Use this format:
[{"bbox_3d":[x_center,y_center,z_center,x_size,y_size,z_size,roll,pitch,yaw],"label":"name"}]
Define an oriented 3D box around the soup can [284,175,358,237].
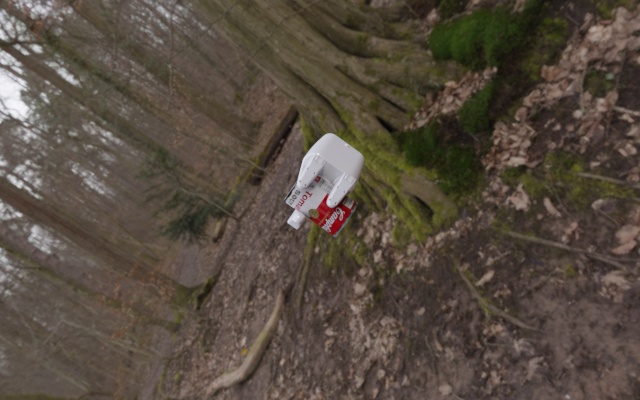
[{"bbox_3d":[0.000,0.003,0.782,0.102,0.068,0.068,35,-2,-3],"label":"soup can"}]
